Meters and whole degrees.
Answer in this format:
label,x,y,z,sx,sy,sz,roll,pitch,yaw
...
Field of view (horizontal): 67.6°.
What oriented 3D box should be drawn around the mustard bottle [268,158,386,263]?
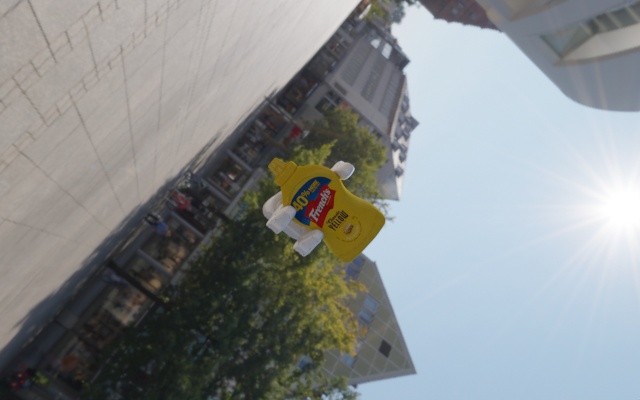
label,x,y,z,sx,sy,sz,roll,pitch,yaw
mustard bottle,0.000,0.003,0.727,0.191,0.096,0.058,40,11,-11
